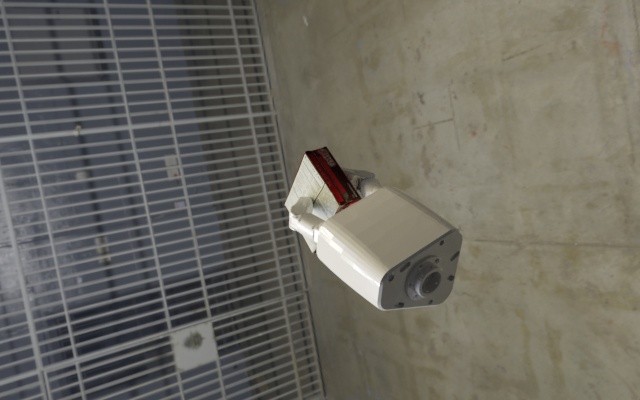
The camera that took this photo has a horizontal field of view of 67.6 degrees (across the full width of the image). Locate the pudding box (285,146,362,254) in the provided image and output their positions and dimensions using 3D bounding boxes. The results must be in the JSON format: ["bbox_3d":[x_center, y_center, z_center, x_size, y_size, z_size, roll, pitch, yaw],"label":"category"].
[{"bbox_3d":[0.000,0.002,0.609,0.039,0.090,0.114,-14,-31,-32],"label":"pudding box"}]
